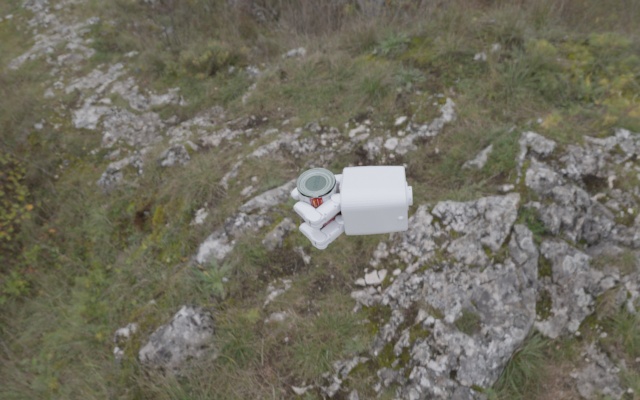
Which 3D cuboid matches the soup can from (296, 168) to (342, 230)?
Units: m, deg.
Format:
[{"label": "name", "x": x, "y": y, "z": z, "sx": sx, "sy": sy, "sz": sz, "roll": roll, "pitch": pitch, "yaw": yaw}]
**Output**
[{"label": "soup can", "x": 0.000, "y": 0.002, "z": 0.818, "sx": 0.068, "sy": 0.068, "sz": 0.102, "roll": 0, "pitch": -41, "yaw": 11}]
